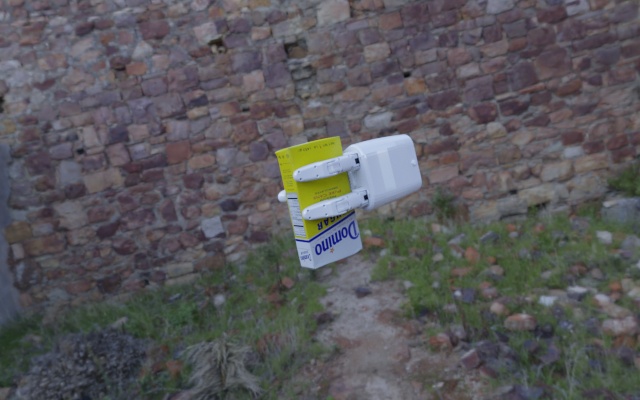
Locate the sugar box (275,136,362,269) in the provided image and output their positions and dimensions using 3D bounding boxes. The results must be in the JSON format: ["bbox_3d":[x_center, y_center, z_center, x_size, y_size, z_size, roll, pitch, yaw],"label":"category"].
[{"bbox_3d":[0.000,0.002,0.698,0.093,0.176,0.048,-18,7,-32],"label":"sugar box"}]
